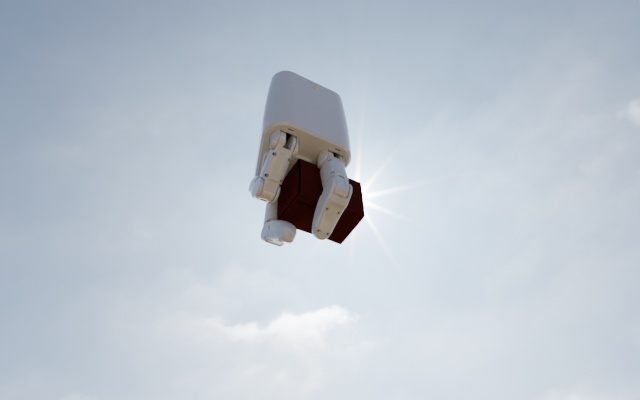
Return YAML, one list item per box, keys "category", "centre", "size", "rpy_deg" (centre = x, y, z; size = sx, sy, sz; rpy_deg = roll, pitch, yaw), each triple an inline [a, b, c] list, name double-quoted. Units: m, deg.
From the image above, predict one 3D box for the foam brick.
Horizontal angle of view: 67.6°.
- category: "foam brick"
  centre: [0.000, 0.002, 0.503]
  size: [0.078, 0.051, 0.053]
  rpy_deg: [21, -49, -22]
